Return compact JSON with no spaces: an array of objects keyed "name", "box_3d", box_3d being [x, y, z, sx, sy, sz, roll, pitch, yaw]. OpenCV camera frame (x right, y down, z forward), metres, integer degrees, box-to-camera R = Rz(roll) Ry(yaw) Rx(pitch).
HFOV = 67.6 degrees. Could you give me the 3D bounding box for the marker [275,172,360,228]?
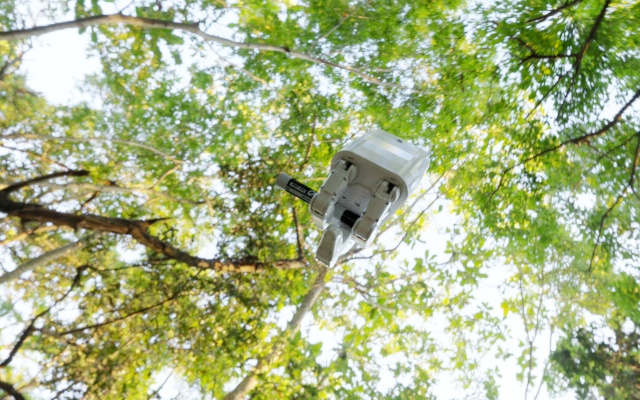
[{"name":"marker","box_3d":[0.000,0.002,0.572,0.121,0.020,0.020,29,8,15]}]
